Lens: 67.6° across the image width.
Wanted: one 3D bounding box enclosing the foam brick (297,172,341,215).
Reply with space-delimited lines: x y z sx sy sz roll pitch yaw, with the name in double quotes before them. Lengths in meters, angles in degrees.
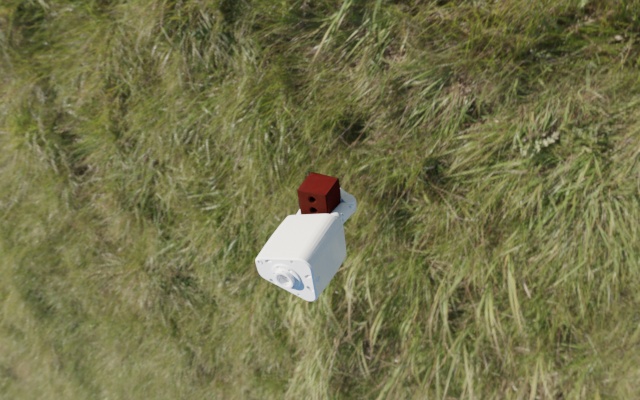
"foam brick" 0.000 0.002 0.786 0.053 0.078 0.051 12 41 25
